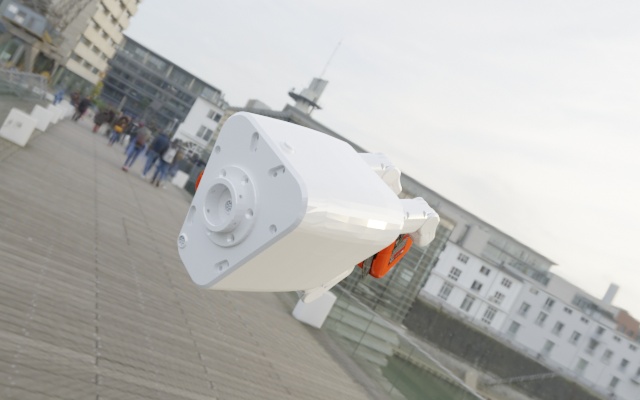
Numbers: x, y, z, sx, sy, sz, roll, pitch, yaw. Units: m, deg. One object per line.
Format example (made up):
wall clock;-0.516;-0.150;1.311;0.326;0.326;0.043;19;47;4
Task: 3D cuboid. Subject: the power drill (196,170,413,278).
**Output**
power drill;0.000;0.002;0.472;0.187;0.057;0.184;20;20;20
